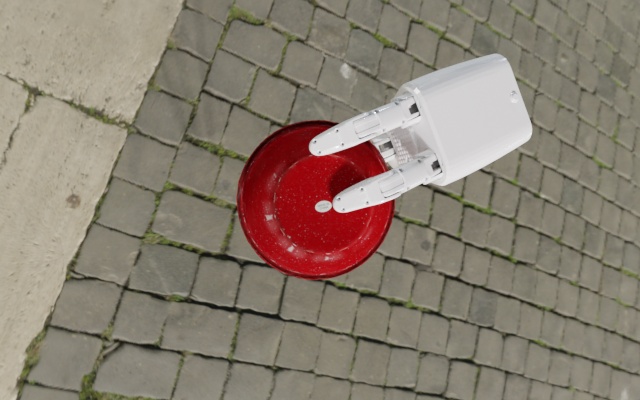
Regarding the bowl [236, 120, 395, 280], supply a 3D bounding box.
[{"bbox_3d":[-0.001,0.002,0.457,0.162,0.162,0.055,0,3,-7],"label":"bowl"}]
